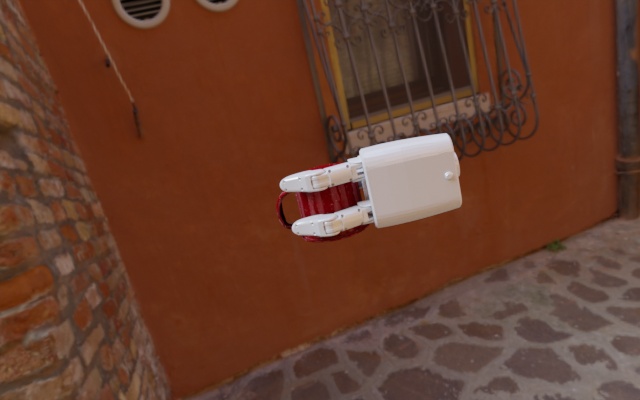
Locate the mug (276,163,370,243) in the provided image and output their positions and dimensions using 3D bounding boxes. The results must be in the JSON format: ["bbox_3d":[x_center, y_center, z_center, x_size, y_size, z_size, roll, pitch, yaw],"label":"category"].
[{"bbox_3d":[-0.001,0.002,0.620,0.117,0.081,0.093,-12,14,4],"label":"mug"}]
